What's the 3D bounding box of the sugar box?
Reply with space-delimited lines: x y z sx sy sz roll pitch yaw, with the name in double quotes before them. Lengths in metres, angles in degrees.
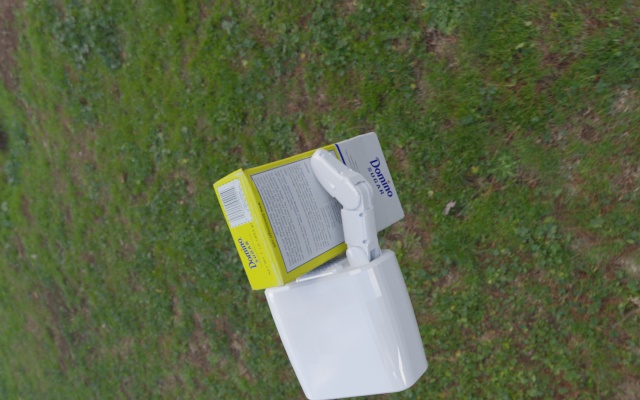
"sugar box" 0.000 0.002 0.424 0.048 0.093 0.176 -17 3 42
